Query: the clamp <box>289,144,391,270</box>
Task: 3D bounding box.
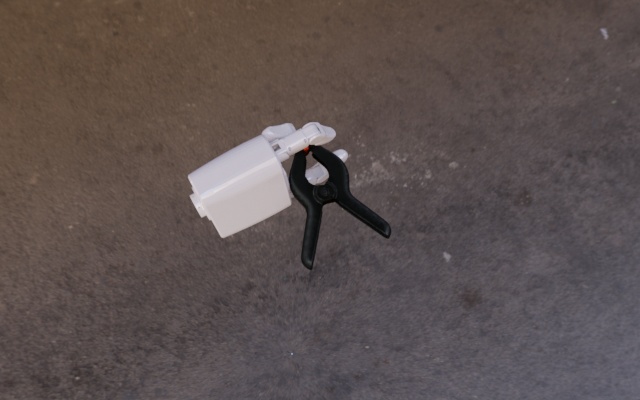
[{"bbox_3d":[0.000,0.002,0.620,0.120,0.171,0.039,-29,-14,-12],"label":"clamp"}]
